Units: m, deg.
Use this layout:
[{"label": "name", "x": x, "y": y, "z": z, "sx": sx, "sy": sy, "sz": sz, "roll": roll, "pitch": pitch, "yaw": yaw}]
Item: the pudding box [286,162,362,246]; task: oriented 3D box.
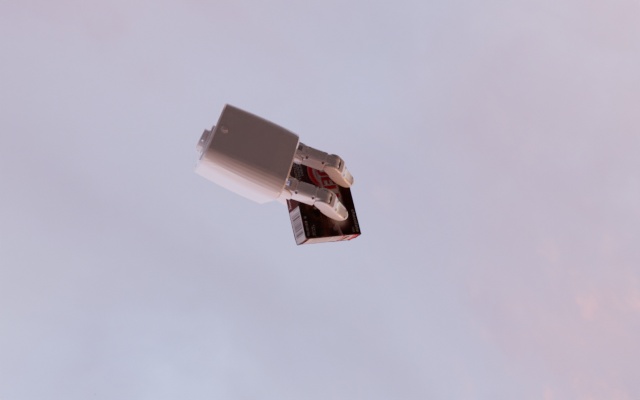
[{"label": "pudding box", "x": 0.000, "y": 0.002, "z": 0.663, "sx": 0.090, "sy": 0.113, "sz": 0.039, "roll": -3, "pitch": -17, "yaw": -30}]
